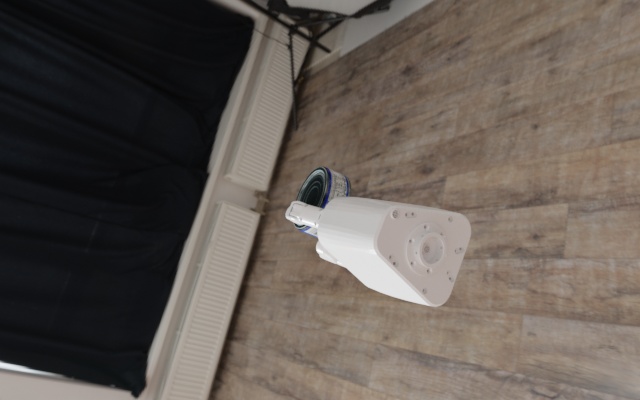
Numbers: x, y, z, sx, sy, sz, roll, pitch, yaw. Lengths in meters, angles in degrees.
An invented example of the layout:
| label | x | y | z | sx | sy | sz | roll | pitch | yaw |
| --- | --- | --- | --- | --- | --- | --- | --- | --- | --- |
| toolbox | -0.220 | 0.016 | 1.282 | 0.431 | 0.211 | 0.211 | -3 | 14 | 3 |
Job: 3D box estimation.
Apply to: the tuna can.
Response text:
| label | x | y | z | sx | sy | sz | roll | pitch | yaw |
| --- | --- | --- | --- | --- | --- | --- | --- | --- | --- |
| tuna can | 0.000 | 0.002 | 0.592 | 0.034 | 0.086 | 0.086 | 22 | -9 | -23 |
